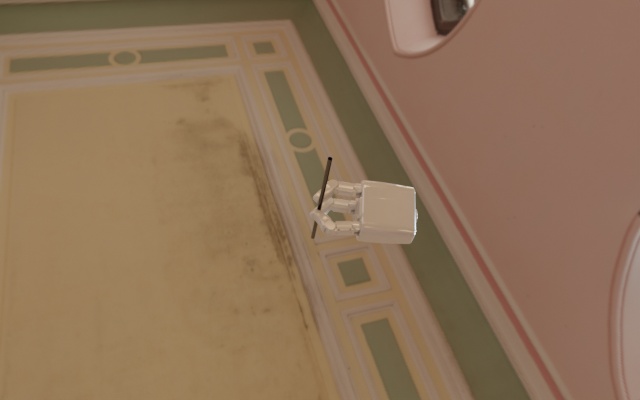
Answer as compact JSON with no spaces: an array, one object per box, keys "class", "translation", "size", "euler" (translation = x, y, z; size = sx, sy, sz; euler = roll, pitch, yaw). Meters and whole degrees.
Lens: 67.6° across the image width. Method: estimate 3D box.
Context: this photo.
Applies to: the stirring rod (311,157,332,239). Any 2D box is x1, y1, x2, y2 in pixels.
[{"class":"stirring rod","translation":[0.000,0.003,0.897],"size":[0.011,0.011,0.240],"euler":[0,-38,-10]}]
